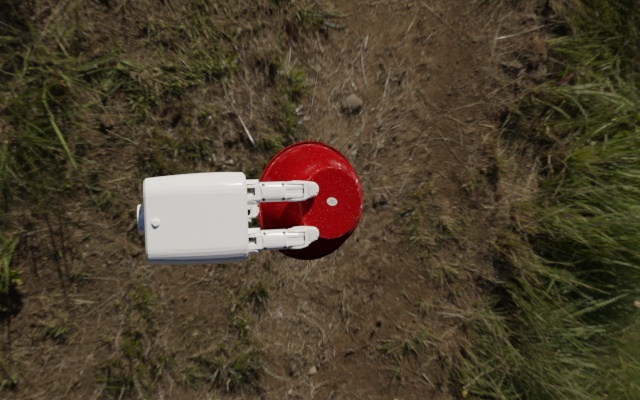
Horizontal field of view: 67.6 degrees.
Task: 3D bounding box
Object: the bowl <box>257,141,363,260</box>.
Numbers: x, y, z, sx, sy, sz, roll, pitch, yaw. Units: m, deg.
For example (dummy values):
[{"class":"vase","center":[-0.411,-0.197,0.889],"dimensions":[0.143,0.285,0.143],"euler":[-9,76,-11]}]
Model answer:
[{"class":"bowl","center":[0.001,0.002,0.625],"dimensions":[0.162,0.162,0.055],"euler":[0,3,-31]}]
